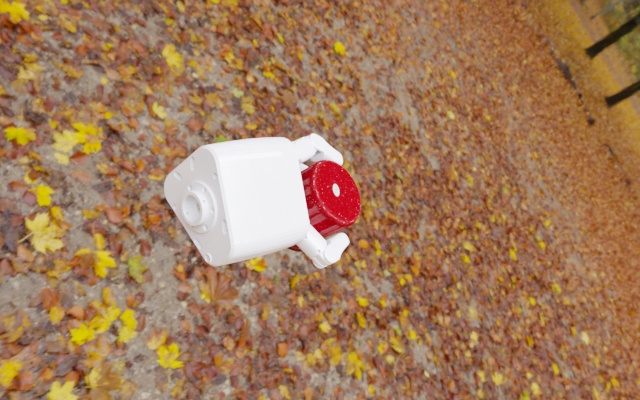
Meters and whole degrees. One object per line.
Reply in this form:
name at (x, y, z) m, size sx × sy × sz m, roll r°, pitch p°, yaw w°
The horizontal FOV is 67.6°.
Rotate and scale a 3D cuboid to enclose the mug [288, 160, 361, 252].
mug at (0.001, 0.002, 0.571) m, size 0.081 × 0.093 × 0.117 m, roll -28°, pitch -7°, yaw 38°
